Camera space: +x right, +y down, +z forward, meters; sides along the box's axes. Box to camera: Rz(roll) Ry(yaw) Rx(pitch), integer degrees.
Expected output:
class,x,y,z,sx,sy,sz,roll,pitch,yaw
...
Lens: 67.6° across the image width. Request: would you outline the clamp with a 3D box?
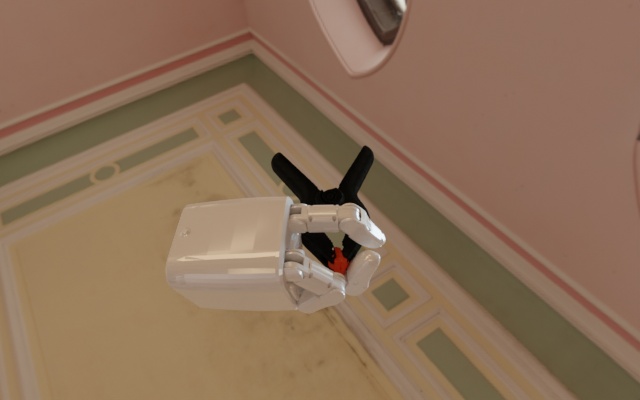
class,x,y,z,sx,sy,sz,roll,pitch,yaw
clamp,0.000,0.002,0.522,0.120,0.171,0.039,-2,-43,6
